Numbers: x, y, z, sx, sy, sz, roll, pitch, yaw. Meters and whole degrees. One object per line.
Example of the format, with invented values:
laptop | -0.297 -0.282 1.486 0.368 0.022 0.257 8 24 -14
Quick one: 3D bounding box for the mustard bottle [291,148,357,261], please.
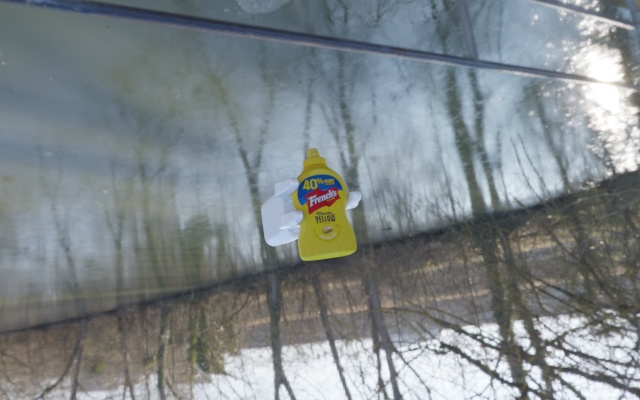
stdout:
mustard bottle | 0.000 0.003 0.822 0.096 0.191 0.058 -7 -12 -8
